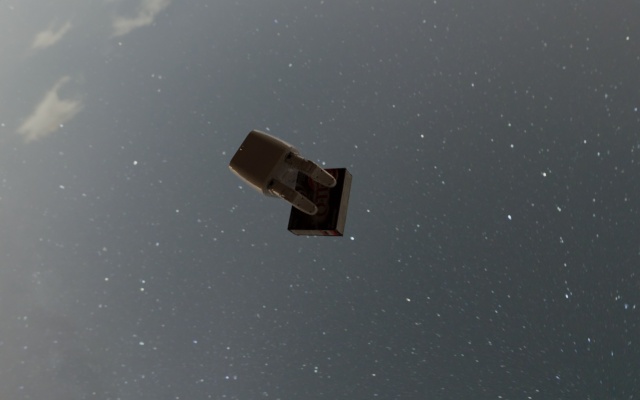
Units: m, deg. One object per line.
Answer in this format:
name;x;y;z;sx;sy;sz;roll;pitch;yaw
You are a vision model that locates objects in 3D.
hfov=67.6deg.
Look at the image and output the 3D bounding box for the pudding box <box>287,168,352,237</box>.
pudding box;0.000;0.003;0.798;0.090;0.113;0.039;-1;-21;28
